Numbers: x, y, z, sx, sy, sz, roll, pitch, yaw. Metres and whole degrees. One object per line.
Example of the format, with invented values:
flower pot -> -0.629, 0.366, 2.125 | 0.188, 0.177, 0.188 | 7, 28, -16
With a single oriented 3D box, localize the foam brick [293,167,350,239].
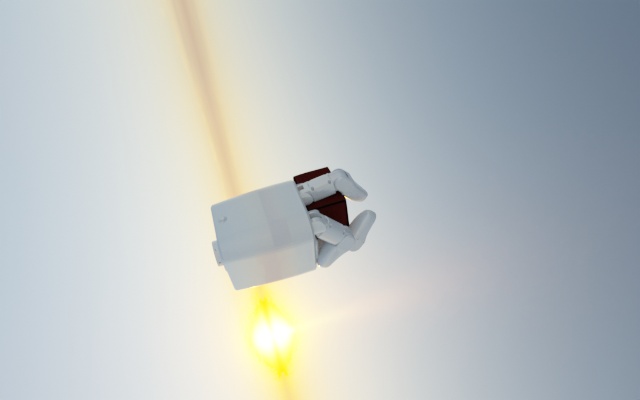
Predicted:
foam brick -> 0.000, 0.002, 0.624 | 0.051, 0.053, 0.078 | -17, 40, -8
